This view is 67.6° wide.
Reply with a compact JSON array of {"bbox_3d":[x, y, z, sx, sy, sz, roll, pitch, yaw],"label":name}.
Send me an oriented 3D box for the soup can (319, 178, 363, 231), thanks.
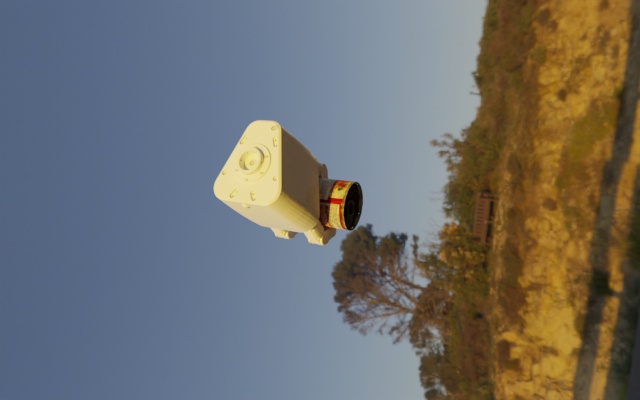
[{"bbox_3d":[0.000,0.002,0.672,0.102,0.068,0.068,8,3,26],"label":"soup can"}]
